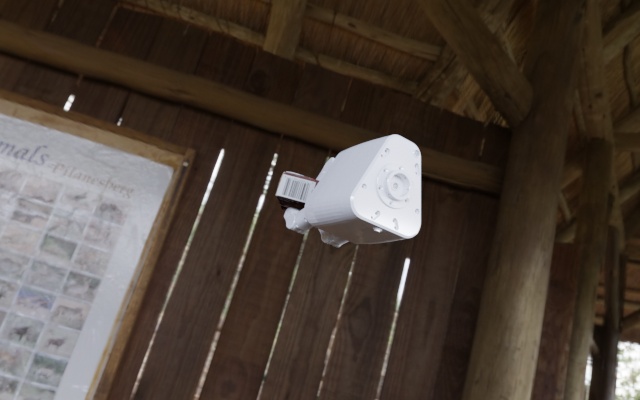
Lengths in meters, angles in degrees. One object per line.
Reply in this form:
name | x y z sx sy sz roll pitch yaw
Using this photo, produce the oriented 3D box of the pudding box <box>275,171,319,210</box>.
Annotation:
pudding box | 0.000 0.002 0.653 0.113 0.039 0.090 17 -13 5
